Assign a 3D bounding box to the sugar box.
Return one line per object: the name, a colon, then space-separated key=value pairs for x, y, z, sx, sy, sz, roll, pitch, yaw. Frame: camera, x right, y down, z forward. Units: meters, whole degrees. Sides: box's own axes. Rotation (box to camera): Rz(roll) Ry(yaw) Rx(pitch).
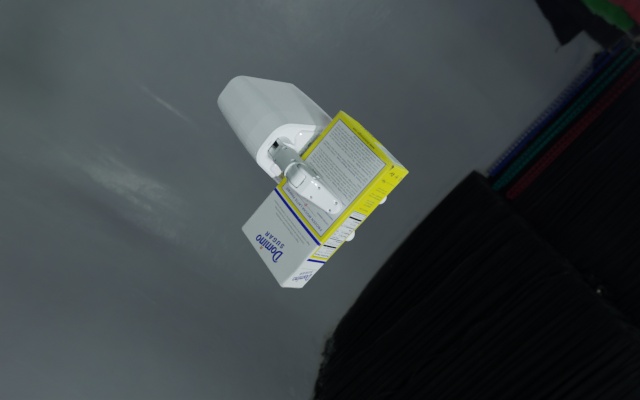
sugar box: x=0.000 y=0.002 z=0.517 sx=0.048 sy=0.176 sz=0.093 roll=16 pitch=29 yaw=-55
